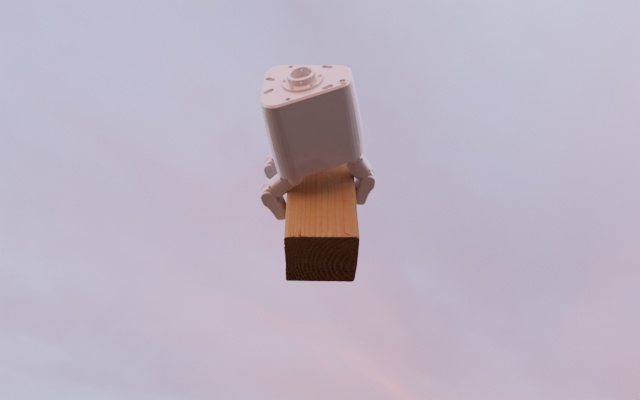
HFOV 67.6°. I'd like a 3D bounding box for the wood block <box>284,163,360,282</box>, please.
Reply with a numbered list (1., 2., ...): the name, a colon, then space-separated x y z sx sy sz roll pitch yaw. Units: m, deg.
1. wood block: 0.000 0.002 0.656 0.091 0.090 0.206 1 45 -1
